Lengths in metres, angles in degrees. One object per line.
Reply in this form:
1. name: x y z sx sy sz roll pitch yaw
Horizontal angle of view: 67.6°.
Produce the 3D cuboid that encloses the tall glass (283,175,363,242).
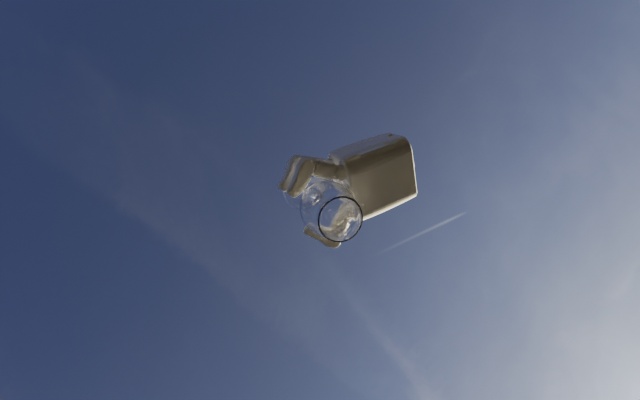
1. tall glass: 0.000 0.002 0.709 0.079 0.079 0.201 0 13 -16
